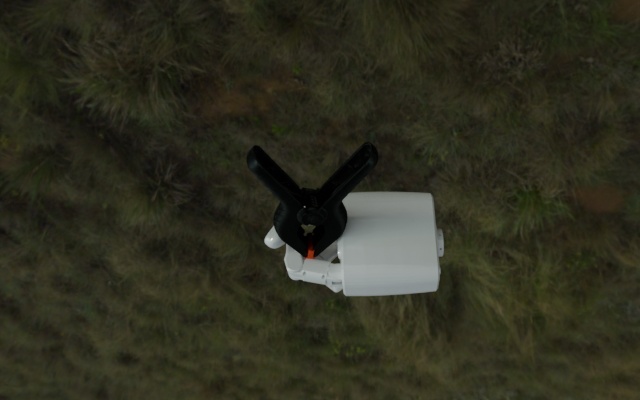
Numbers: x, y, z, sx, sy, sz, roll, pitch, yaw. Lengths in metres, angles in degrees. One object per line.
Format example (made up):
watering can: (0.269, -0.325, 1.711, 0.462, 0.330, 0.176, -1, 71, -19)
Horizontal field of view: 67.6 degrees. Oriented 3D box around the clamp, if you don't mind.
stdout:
clamp: (0.000, 0.002, 0.490, 0.120, 0.039, 0.172, -3, -37, 5)
